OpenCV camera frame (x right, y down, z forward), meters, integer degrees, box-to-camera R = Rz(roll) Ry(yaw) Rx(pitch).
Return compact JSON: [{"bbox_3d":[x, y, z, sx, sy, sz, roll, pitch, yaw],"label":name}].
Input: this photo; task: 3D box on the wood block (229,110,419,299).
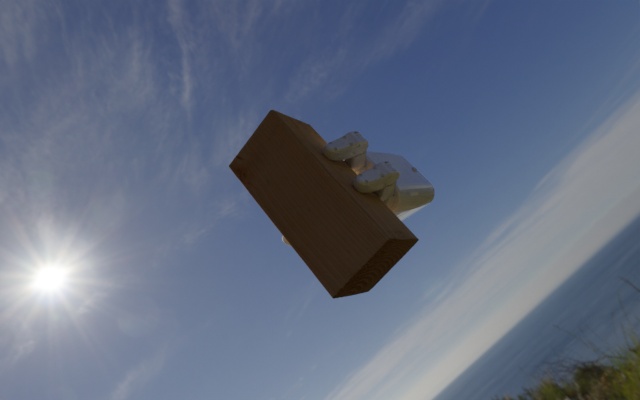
[{"bbox_3d":[0.000,0.002,0.551,0.206,0.091,0.090,49,20,25],"label":"wood block"}]
